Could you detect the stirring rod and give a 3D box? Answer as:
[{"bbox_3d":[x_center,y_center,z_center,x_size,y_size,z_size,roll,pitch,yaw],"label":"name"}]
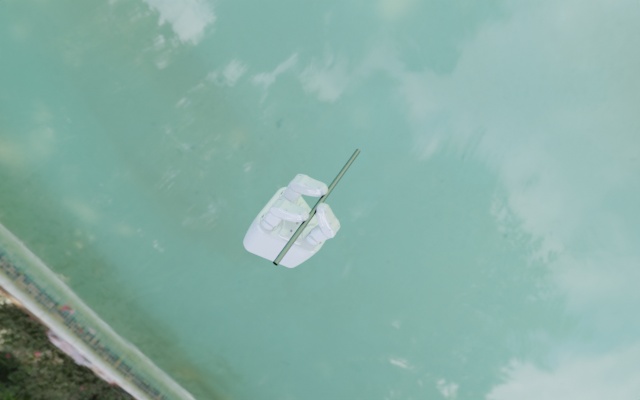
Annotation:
[{"bbox_3d":[0.000,0.002,0.699,0.011,0.011,0.239,0,43,43],"label":"stirring rod"}]
